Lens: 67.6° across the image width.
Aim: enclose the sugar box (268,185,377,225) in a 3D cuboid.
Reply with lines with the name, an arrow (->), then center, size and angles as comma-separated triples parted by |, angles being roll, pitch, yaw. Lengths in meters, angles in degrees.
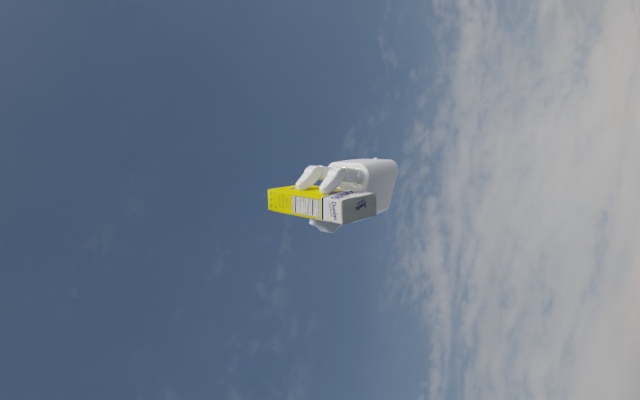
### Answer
sugar box -> 0.000, 0.002, 0.827 | 0.176, 0.048, 0.093 | 5, 12, 42
